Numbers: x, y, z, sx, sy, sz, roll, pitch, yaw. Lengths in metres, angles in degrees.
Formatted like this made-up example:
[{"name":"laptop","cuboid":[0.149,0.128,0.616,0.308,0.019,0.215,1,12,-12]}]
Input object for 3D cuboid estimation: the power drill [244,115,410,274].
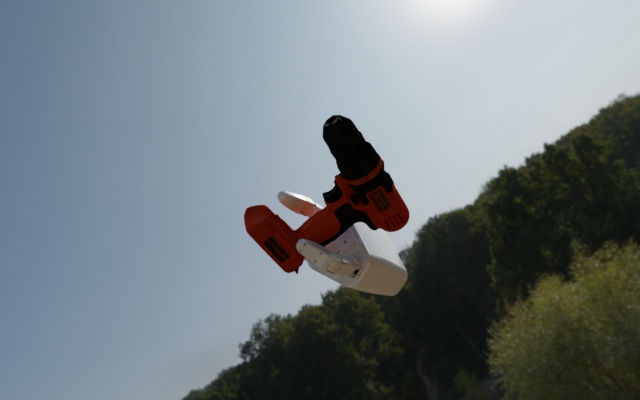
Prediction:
[{"name":"power drill","cuboid":[0.000,0.002,0.602,0.188,0.184,0.057,-28,33,13]}]
